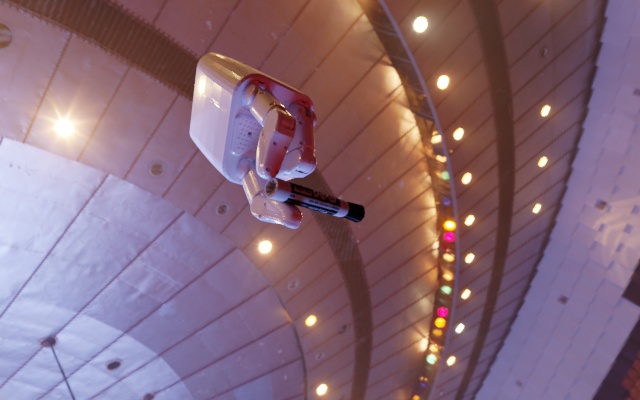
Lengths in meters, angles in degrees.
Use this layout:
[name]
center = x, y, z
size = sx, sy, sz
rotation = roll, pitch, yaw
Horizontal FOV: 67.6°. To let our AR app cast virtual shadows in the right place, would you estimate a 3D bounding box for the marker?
[marker]
center = 0.000, 0.002, 0.449
size = 0.121, 0.020, 0.020
rotation = 17, -12, -43
